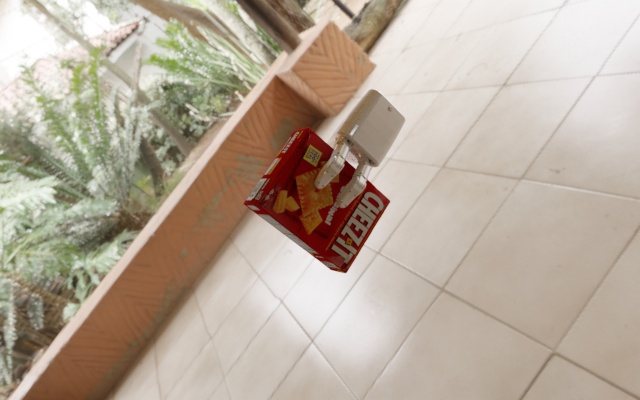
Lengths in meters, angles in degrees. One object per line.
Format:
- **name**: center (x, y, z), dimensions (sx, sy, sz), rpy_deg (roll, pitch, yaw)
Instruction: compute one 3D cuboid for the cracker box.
- **cracker box**: center (0.000, 0.003, 0.843), dimensions (0.214, 0.164, 0.072), rpy_deg (40, -16, -22)
